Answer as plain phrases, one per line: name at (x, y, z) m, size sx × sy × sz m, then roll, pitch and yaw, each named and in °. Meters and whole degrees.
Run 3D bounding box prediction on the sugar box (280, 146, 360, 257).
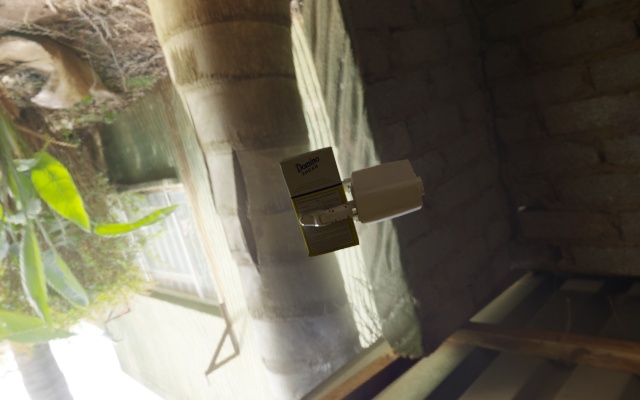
sugar box at (0.000, 0.003, 0.824) m, size 0.093 × 0.176 × 0.048 m, roll -15°, pitch 10°, yaw 5°
